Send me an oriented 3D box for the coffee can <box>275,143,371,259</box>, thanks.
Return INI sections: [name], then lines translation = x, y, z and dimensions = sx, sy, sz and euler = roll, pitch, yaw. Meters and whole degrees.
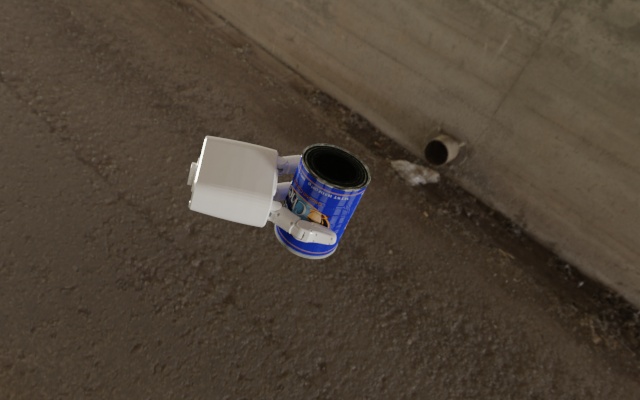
[coffee can]
translation = 0.000, 0.003, 0.704
dimensions = 0.103, 0.140, 0.102
euler = 15, 38, -12
